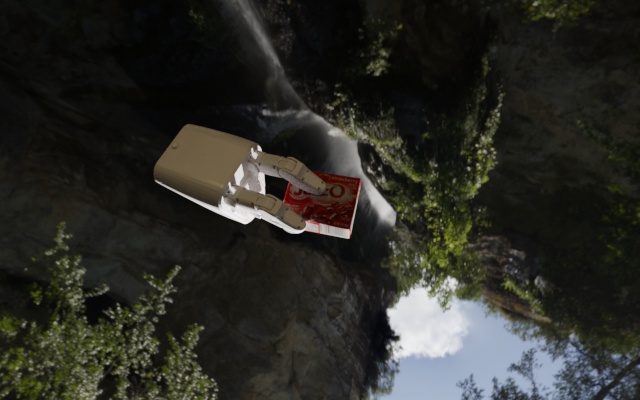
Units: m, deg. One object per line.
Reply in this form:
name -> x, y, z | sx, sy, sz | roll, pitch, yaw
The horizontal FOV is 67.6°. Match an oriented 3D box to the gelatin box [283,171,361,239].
gelatin box -> 0.000, 0.002, 0.592 | 0.089, 0.073, 0.030 | 10, -29, 8
